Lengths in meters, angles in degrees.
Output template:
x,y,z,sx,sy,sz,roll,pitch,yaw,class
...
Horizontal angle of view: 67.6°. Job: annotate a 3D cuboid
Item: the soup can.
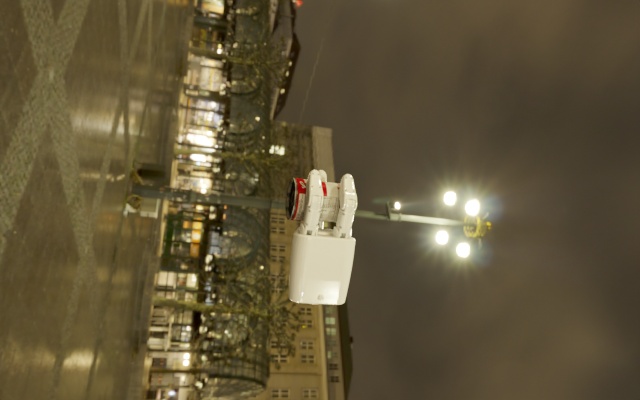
x,y,z,sx,sy,sz,roll,pitch,yaw,class
0.000,0.002,0.775,0.102,0.068,0.068,6,-2,-15,soup can
